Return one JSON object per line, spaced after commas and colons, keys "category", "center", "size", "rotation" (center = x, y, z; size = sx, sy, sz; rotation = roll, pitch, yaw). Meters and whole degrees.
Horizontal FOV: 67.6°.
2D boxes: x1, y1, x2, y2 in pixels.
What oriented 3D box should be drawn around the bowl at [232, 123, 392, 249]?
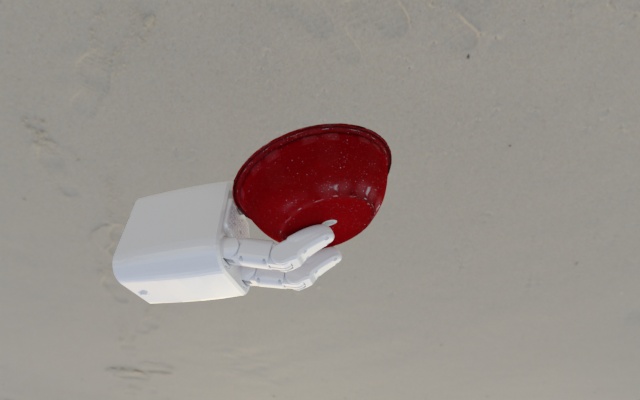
{"category": "bowl", "center": [0.001, 0.001, 0.458], "size": [0.162, 0.055, 0.162], "rotation": [-13, -33, -8]}
